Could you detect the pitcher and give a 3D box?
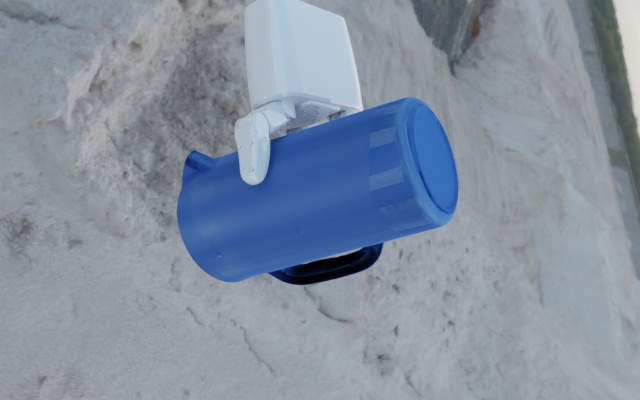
[{"bbox_3d":[0.000,0.001,0.449,0.243,0.145,0.149,-15,-13,33],"label":"pitcher"}]
